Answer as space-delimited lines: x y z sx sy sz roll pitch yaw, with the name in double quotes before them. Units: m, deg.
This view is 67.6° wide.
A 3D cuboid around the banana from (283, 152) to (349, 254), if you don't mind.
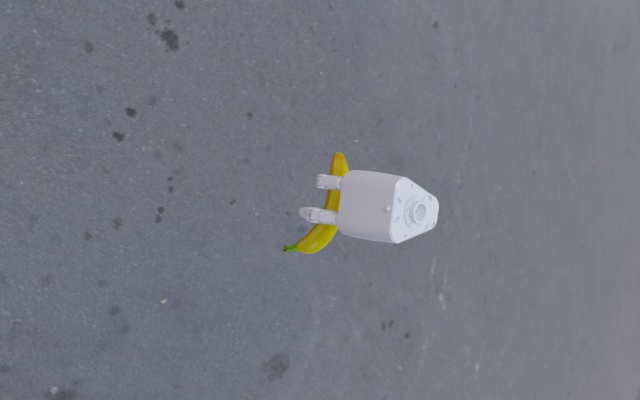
"banana" 0.011 0.015 0.822 0.070 0.197 0.037 36 -16 -33
